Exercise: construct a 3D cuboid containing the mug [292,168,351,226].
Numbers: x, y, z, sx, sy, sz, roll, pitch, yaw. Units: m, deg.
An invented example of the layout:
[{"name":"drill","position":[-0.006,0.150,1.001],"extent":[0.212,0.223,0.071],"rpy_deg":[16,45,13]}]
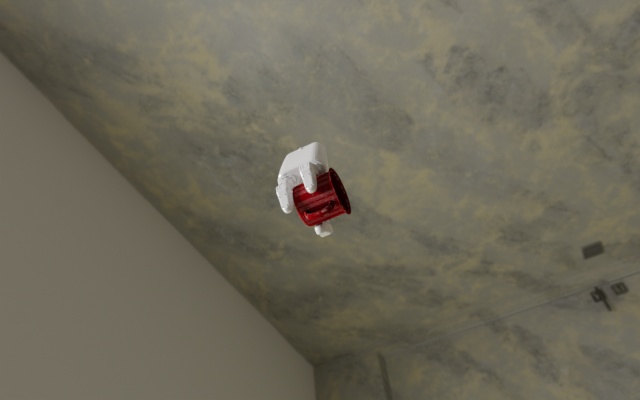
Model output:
[{"name":"mug","position":[0.000,0.004,0.866],"extent":[0.081,0.093,0.117],"rpy_deg":[-23,24,14]}]
